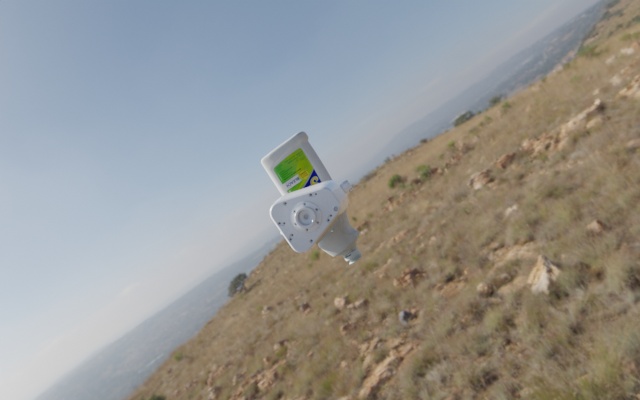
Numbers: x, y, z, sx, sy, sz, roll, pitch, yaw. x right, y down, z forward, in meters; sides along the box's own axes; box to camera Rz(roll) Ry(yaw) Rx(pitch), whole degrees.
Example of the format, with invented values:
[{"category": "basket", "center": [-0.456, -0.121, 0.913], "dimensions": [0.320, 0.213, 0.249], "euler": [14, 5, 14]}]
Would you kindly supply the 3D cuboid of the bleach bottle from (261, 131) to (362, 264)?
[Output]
[{"category": "bleach bottle", "center": [0.000, 0.003, 0.882], "dimensions": [0.102, 0.251, 0.068], "euler": [-35, 1, 9]}]
